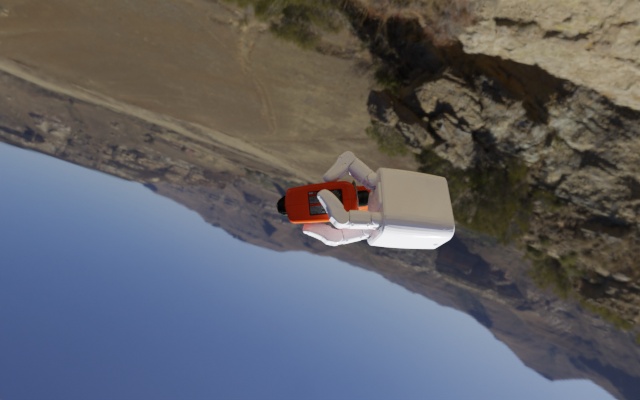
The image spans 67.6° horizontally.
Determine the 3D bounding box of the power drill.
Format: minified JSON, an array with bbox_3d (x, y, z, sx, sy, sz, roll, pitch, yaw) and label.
[{"bbox_3d":[0.000,0.003,0.778,0.184,0.057,0.187,-8,1,10],"label":"power drill"}]
